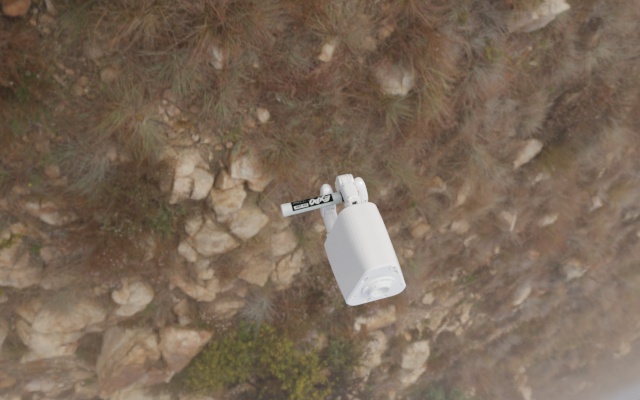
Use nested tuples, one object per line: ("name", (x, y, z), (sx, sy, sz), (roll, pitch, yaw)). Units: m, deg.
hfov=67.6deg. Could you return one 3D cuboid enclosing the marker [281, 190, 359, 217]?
("marker", (0.000, 0.002, 0.728), (0.121, 0.020, 0.020), (-13, 2, -8))
